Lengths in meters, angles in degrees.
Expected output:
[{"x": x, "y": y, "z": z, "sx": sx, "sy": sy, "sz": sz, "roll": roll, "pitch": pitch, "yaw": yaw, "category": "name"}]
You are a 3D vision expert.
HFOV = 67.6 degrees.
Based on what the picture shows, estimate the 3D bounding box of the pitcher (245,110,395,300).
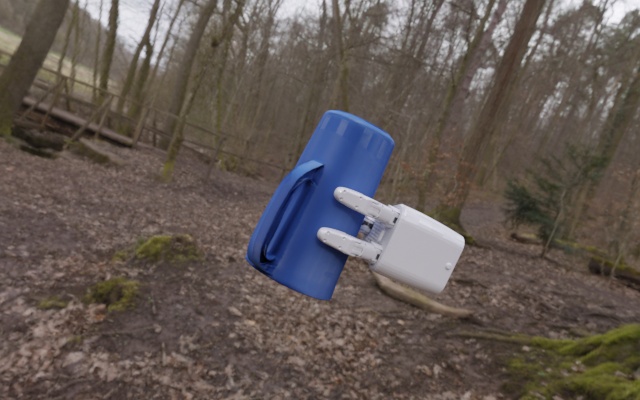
[{"x": 0.000, "y": 0.002, "z": 0.654, "sx": 0.145, "sy": 0.243, "sz": 0.149, "roll": 25, "pitch": 1, "yaw": -12, "category": "pitcher"}]
